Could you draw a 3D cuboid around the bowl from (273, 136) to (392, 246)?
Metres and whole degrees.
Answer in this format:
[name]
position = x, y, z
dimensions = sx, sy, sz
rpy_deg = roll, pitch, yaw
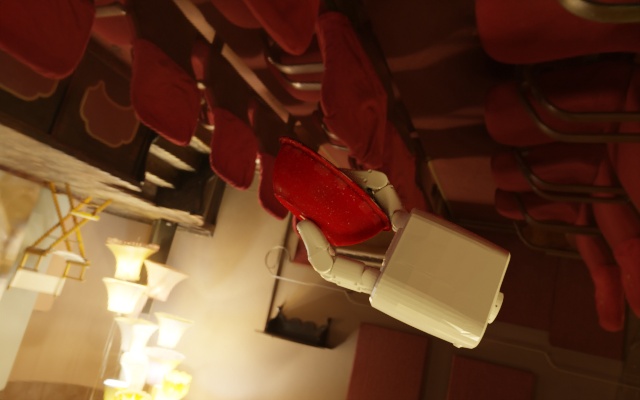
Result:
[bowl]
position = -0.001, 0.001, 0.536
dimensions = 0.162, 0.055, 0.162
rpy_deg = 39, -7, 6
